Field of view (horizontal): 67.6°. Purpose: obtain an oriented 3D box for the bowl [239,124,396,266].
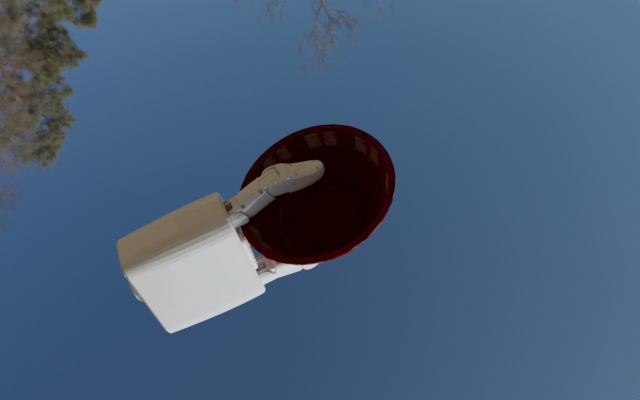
[{"bbox_3d":[0.001,0.001,0.484,0.162,0.162,0.055,0,-31,21],"label":"bowl"}]
